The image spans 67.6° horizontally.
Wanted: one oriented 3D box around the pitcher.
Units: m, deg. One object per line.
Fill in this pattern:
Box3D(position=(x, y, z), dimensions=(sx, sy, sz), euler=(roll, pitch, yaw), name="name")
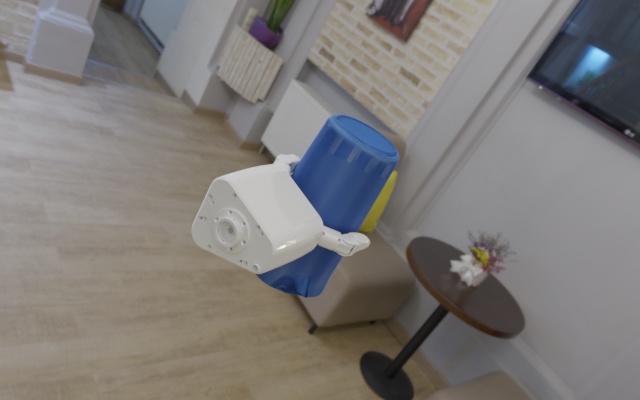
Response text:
Box3D(position=(0.000, 0.002, 0.673), dimensions=(0.149, 0.243, 0.145), euler=(39, 25, 18), name="pitcher")
